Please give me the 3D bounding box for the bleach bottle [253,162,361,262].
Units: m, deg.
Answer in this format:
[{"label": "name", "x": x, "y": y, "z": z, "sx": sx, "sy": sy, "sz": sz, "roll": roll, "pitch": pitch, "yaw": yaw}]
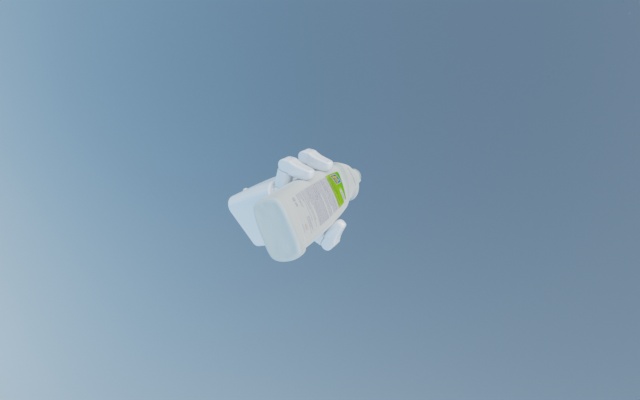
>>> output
[{"label": "bleach bottle", "x": 0.000, "y": 0.002, "z": 0.780, "sx": 0.068, "sy": 0.102, "sz": 0.250, "roll": -15, "pitch": 10, "yaw": 36}]
